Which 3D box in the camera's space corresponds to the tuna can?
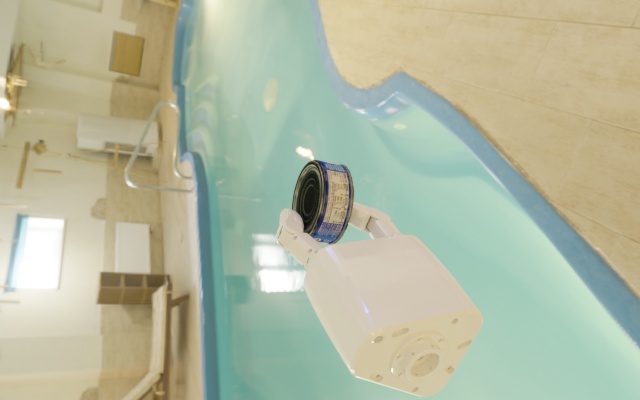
[{"bbox_3d":[0.000,0.002,0.495,0.034,0.086,0.086,9,-4,-23],"label":"tuna can"}]
